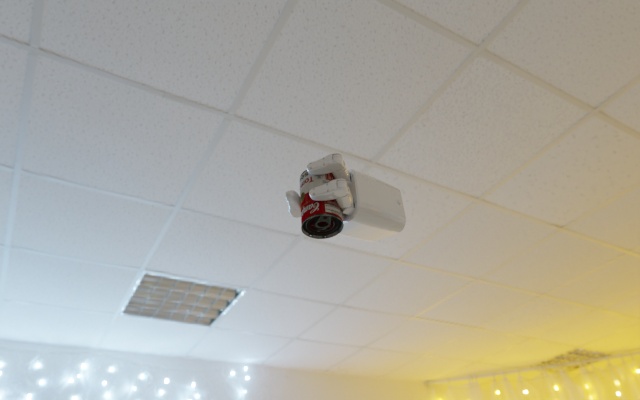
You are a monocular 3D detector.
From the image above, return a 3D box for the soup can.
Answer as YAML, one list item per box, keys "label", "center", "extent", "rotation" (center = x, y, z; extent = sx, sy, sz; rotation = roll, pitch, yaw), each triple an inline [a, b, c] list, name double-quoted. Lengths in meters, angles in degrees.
- label: "soup can"
  center: [0.000, 0.002, 0.788]
  extent: [0.068, 0.102, 0.069]
  rotation: [-3, -37, -2]
